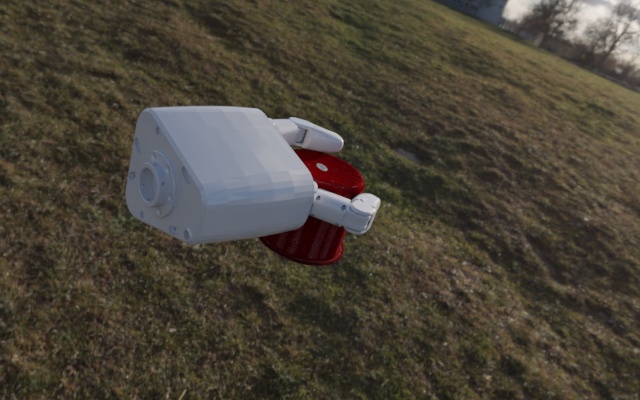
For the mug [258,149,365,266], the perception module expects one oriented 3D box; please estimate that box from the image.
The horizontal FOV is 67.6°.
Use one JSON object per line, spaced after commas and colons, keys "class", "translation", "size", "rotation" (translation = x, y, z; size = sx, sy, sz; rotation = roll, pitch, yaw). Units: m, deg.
{"class": "mug", "translation": [0.001, 0.001, 0.470], "size": [0.093, 0.081, 0.117], "rotation": [37, 29, 32]}
